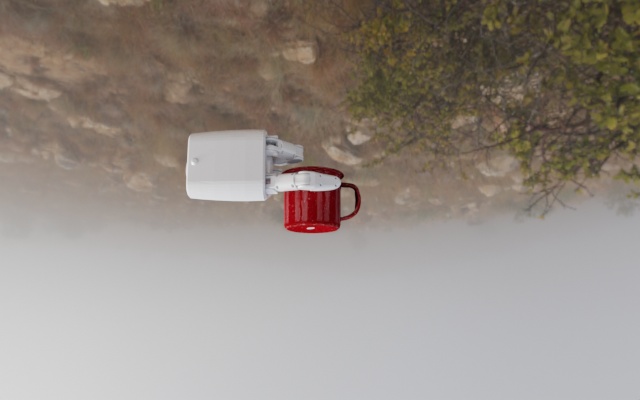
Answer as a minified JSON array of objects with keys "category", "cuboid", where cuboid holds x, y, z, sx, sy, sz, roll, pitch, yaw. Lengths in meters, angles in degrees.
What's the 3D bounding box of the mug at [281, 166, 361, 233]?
[{"category":"mug","cuboid":[0.002,0.002,0.691,0.117,0.081,0.093,0,-13,0]}]
